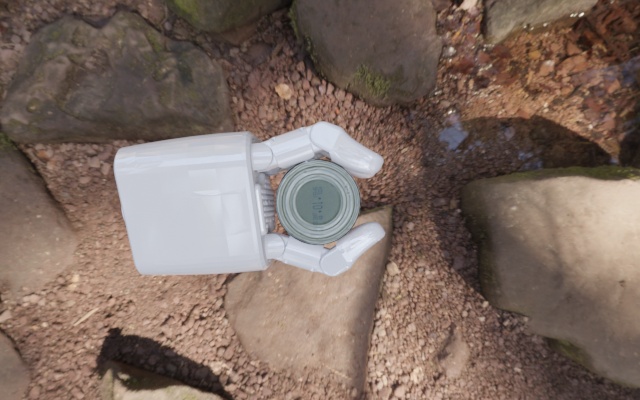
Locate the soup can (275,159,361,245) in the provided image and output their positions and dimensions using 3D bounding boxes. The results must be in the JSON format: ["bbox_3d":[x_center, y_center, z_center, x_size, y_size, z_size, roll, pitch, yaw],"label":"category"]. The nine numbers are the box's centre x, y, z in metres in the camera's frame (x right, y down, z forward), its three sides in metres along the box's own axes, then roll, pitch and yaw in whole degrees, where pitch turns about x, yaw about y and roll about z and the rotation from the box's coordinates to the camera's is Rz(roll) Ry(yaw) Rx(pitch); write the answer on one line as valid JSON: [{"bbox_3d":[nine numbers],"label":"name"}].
[{"bbox_3d":[0.001,0.001,0.412,0.068,0.068,0.102,0,0,3],"label":"soup can"}]
